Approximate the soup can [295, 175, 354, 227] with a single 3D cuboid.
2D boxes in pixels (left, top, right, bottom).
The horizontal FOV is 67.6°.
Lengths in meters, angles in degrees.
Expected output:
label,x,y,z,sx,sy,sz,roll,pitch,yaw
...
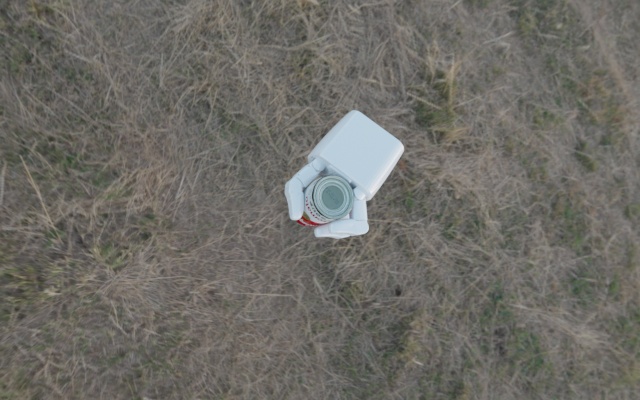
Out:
label,x,y,z,sx,sy,sz,roll,pitch,yaw
soup can,0.000,0.003,0.731,0.068,0.068,0.102,0,-9,-23
